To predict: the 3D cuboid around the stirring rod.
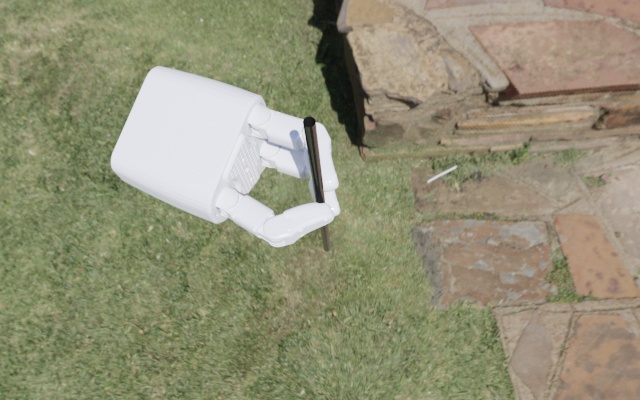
[{"bbox_3d":[0.000,0.001,0.405,0.011,0.011,0.240,0,-25,4],"label":"stirring rod"}]
